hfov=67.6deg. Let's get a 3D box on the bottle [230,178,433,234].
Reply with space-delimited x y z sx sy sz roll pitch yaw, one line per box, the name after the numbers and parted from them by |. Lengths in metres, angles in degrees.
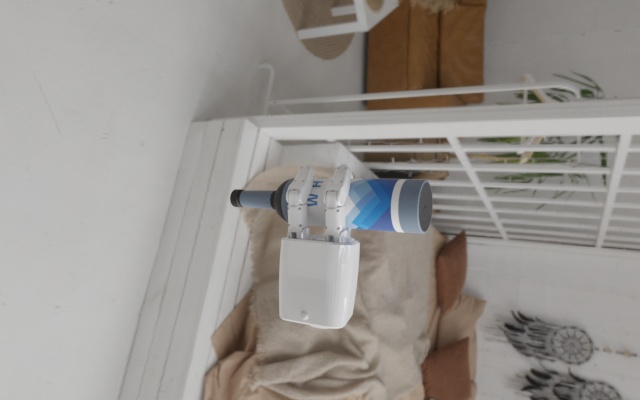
0.000 0.002 0.657 0.295 0.069 0.069 3 1 28 | bottle
